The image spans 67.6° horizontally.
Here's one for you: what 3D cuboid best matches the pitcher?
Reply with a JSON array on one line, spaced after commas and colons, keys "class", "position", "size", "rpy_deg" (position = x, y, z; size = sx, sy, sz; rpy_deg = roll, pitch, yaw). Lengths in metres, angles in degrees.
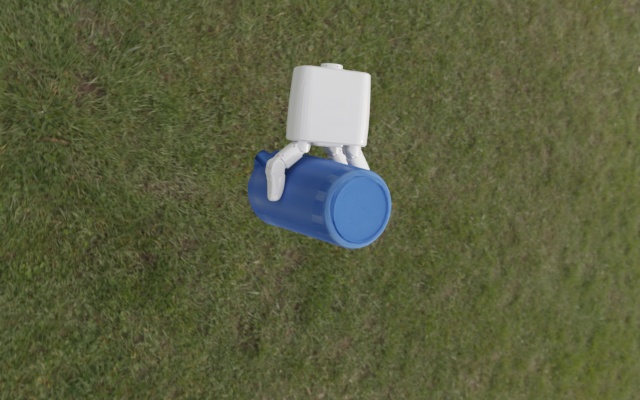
[{"class": "pitcher", "position": [0.000, 0.002, 0.728], "size": [0.149, 0.145, 0.243], "rpy_deg": [2, 7, -30]}]
